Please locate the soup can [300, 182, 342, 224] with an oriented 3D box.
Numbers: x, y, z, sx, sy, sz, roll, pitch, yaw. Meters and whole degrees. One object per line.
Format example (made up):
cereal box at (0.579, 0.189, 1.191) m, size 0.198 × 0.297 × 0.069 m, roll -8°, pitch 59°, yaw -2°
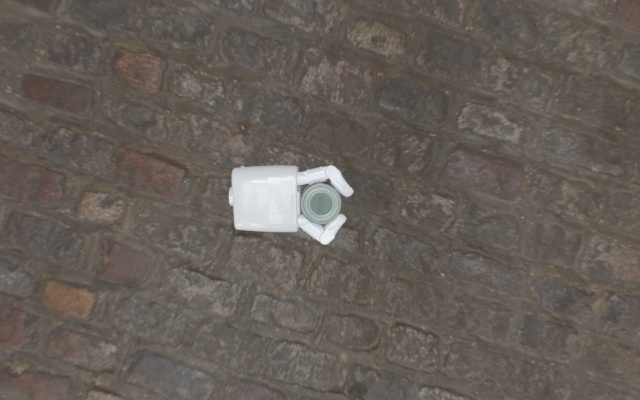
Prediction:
soup can at (0.001, 0.003, 0.803) m, size 0.068 × 0.068 × 0.102 m, roll 0°, pitch 3°, yaw 0°
